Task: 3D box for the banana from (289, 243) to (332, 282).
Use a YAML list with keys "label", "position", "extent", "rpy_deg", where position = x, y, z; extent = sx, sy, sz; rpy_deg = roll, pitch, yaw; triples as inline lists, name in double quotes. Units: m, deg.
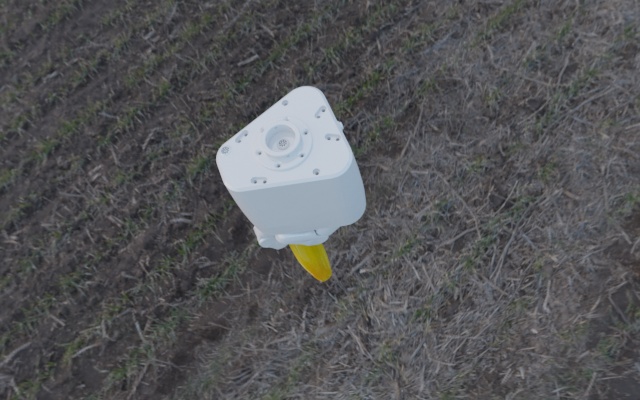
- label: "banana"
  position: [-0.018, -0.001, 0.577]
  extent: [0.069, 0.197, 0.037]
  rpy_deg: [-1, -22, 9]
